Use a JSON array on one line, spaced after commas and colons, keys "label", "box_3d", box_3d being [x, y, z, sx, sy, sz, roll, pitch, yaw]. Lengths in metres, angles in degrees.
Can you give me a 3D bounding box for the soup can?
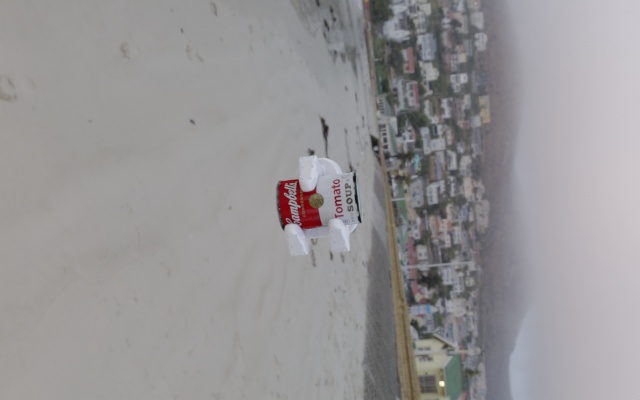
[{"label": "soup can", "box_3d": [0.000, 0.002, 0.615, 0.102, 0.068, 0.068, -6, -1, 8]}]
